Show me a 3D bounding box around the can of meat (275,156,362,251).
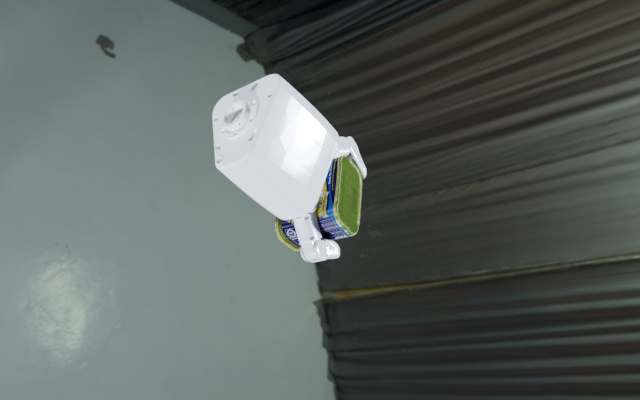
[{"bbox_3d":[0.000,0.002,0.570,0.084,0.102,0.057,-15,-38,30],"label":"can of meat"}]
